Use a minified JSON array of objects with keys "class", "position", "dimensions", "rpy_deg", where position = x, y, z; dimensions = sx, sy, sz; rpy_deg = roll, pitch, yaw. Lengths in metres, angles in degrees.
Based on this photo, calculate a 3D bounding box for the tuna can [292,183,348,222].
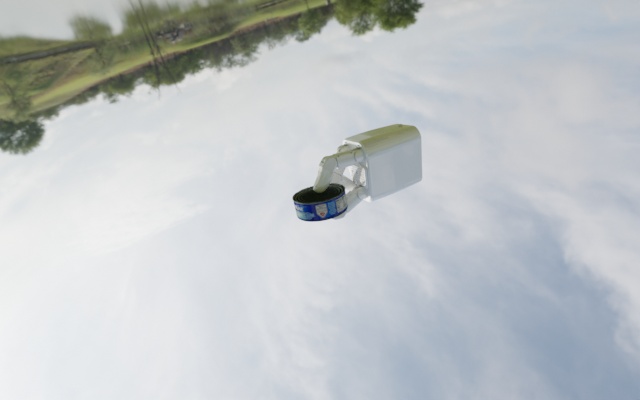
[{"class":"tuna can","position":[0.000,0.003,0.763],"dimensions":[0.086,0.034,0.086],"rpy_deg":[-10,19,4]}]
